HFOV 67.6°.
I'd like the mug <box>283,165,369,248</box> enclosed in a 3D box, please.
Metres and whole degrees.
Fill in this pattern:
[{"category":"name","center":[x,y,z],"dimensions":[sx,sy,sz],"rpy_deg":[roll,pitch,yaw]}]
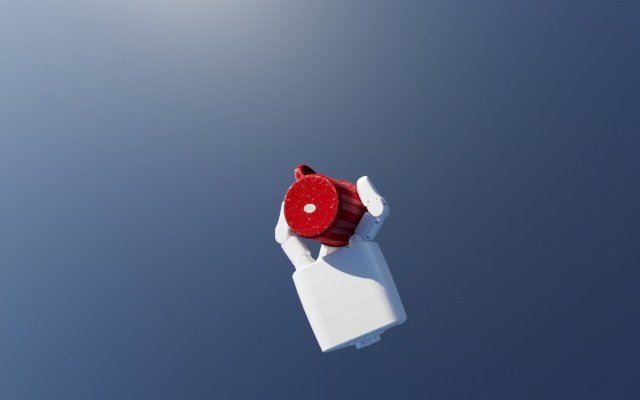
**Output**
[{"category":"mug","center":[-0.001,0.001,0.623],"dimensions":[0.093,0.117,0.081],"rpy_deg":[-32,-21,19]}]
